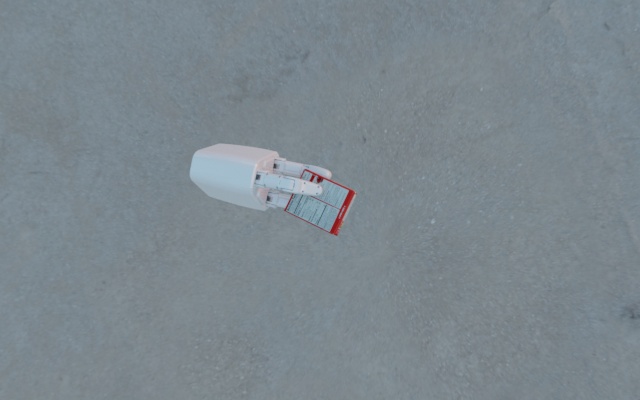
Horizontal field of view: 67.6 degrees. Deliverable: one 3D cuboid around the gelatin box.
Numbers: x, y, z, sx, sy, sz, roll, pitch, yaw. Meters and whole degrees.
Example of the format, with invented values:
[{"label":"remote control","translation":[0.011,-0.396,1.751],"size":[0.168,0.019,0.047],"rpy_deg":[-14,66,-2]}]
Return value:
[{"label":"gelatin box","translation":[0.000,0.002,0.726],"size":[0.089,0.073,0.030],"rpy_deg":[25,-1,15]}]
